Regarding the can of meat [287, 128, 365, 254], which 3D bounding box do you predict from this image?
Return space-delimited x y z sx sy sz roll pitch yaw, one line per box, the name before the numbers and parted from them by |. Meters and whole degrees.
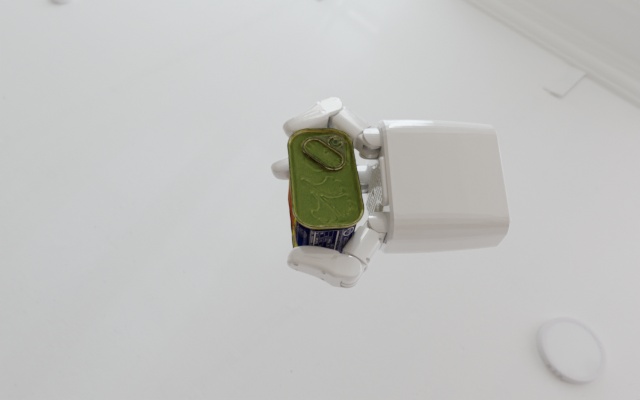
can of meat | 0.000 0.002 0.424 0.057 0.102 0.084 -3 -34 -7
